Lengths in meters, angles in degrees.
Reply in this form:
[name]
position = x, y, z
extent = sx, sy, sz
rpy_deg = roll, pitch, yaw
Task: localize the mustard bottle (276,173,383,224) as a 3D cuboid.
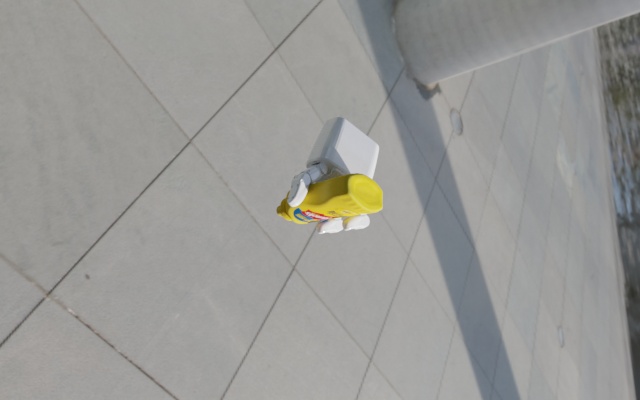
[mustard bottle]
position = 0.000, 0.003, 0.790
extent = 0.191, 0.058, 0.096
rpy_deg = -11, -20, 39
